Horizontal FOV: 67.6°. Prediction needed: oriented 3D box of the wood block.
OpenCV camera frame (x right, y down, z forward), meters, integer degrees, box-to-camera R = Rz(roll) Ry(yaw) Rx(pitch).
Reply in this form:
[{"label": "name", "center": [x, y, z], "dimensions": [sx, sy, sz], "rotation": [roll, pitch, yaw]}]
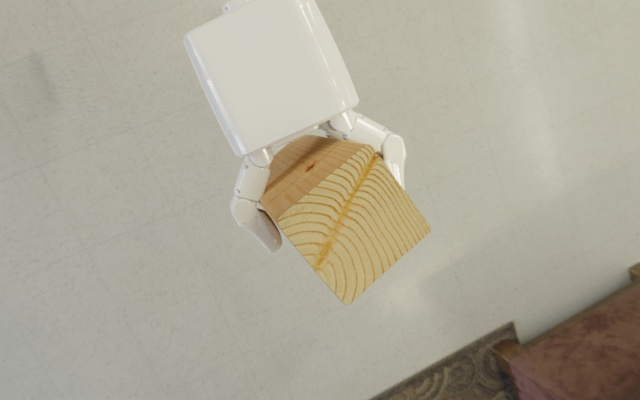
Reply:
[{"label": "wood block", "center": [0.000, 0.001, 0.446], "dimensions": [0.091, 0.090, 0.206], "rotation": [-40, 17, -5]}]
